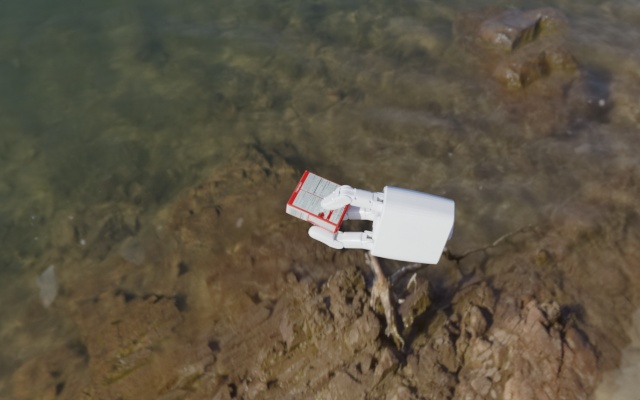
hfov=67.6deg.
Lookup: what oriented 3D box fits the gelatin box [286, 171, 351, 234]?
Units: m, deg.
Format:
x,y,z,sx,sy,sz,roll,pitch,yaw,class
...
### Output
x,y,z,sx,sy,sz,roll,pitch,yaw,class
0.000,0.002,0.759,0.089,0.073,0.030,24,-31,5,gelatin box
